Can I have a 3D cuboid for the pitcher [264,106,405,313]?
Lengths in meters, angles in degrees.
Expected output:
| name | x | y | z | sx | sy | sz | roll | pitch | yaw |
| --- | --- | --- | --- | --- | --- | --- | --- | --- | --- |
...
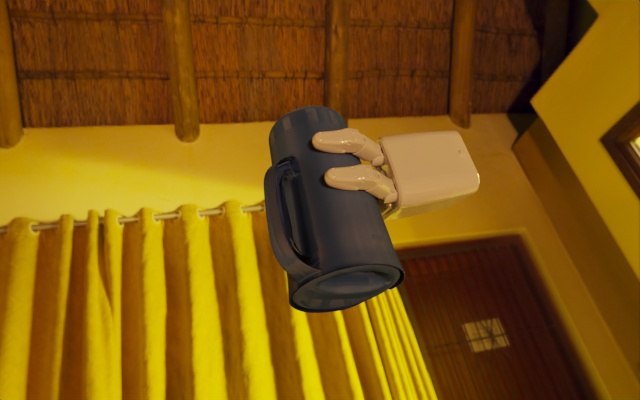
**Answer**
| name | x | y | z | sx | sy | sz | roll | pitch | yaw |
| --- | --- | --- | --- | --- | --- | --- | --- | --- | --- |
| pitcher | 0.000 | 0.002 | 0.581 | 0.145 | 0.242 | 0.149 | -9 | -30 | -10 |
